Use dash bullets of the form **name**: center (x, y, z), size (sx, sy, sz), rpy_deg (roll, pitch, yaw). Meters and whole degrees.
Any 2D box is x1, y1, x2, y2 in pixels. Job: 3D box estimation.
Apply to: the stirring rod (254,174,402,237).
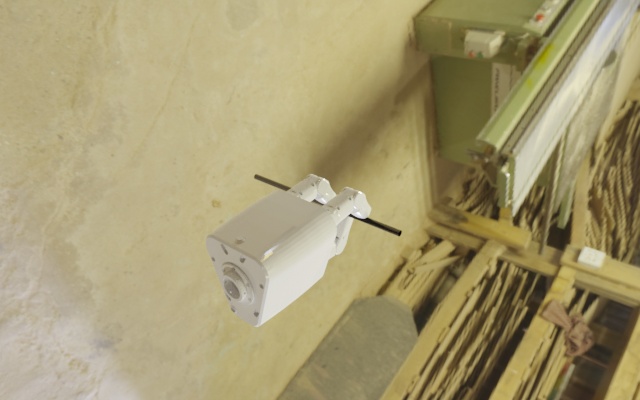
- **stirring rod**: center (0.000, 0.002, 0.629), size (0.239, 0.011, 0.011), rpy_deg (21, 12, 33)
